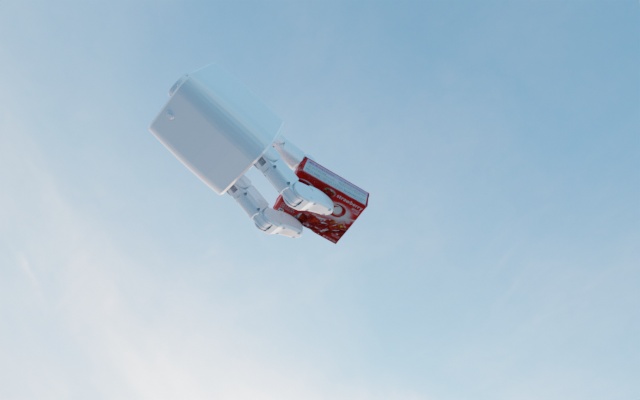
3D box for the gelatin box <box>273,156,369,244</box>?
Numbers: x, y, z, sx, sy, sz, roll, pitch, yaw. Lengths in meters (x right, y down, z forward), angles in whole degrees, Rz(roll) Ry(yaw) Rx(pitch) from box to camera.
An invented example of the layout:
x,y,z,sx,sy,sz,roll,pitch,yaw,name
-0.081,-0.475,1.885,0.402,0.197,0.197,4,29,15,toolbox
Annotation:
x,y,z,sx,sy,sz,roll,pitch,yaw,name
0.000,0.002,0.554,0.089,0.073,0.030,29,39,-9,gelatin box
